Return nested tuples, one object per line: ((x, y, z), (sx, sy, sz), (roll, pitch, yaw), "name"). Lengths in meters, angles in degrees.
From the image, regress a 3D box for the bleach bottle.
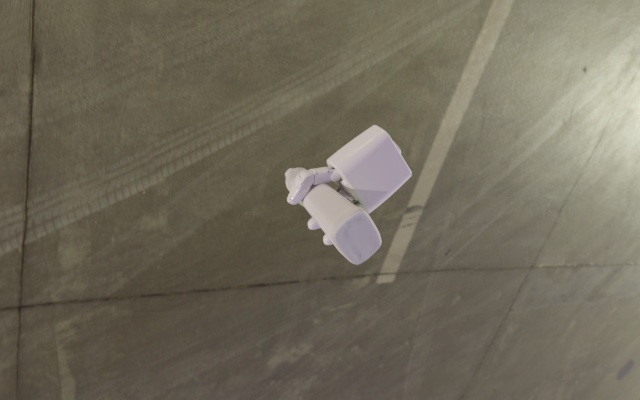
((0.000, 0.003, 0.809), (0.250, 0.068, 0.103), (44, -8, 49), "bleach bottle")
